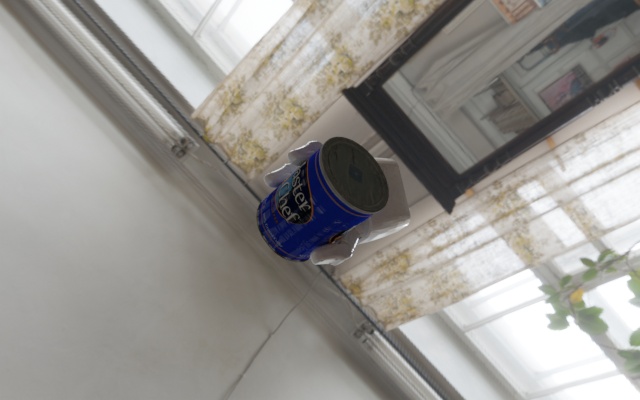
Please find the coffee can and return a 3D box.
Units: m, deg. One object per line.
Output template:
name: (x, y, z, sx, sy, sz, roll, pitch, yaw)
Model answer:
coffee can: (0.000, 0.002, 0.596, 0.103, 0.102, 0.140, 0, -29, -44)
